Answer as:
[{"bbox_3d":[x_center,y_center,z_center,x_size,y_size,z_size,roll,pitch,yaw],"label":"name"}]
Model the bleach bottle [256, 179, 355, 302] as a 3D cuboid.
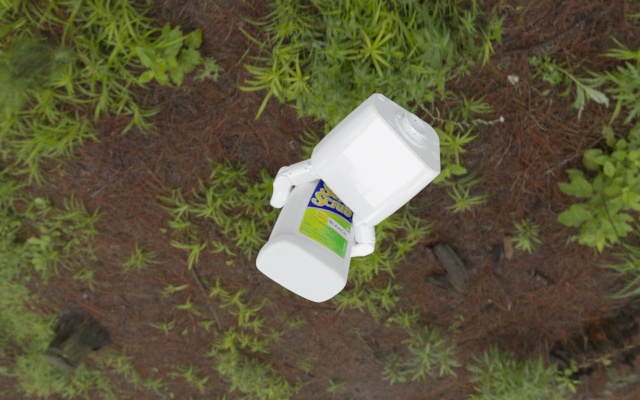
[{"bbox_3d":[0.000,0.002,0.612,0.102,0.250,0.068,35,-52,-17],"label":"bleach bottle"}]
